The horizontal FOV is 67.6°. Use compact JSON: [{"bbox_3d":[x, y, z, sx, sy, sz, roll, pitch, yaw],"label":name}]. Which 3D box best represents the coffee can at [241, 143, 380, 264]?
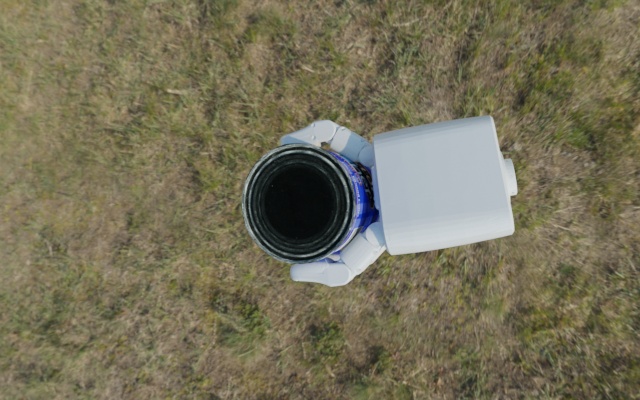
[{"bbox_3d":[0.000,0.001,0.466,0.103,0.103,0.140,0,1,17],"label":"coffee can"}]
